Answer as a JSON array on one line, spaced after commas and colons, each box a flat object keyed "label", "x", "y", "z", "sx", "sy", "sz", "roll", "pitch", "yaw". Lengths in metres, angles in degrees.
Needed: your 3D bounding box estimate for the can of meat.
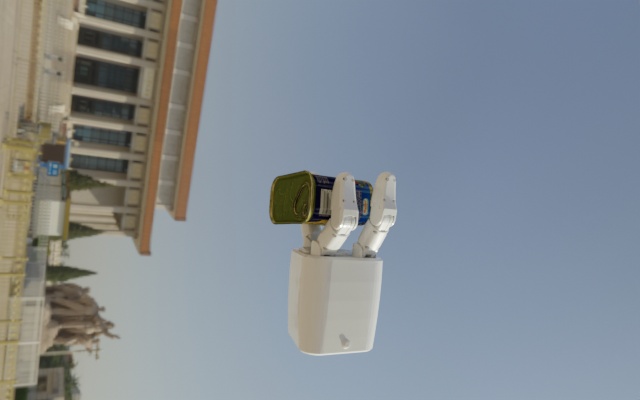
[{"label": "can of meat", "x": 0.000, "y": 0.002, "z": 0.552, "sx": 0.084, "sy": 0.057, "sz": 0.102, "roll": 6, "pitch": -6, "yaw": -30}]
